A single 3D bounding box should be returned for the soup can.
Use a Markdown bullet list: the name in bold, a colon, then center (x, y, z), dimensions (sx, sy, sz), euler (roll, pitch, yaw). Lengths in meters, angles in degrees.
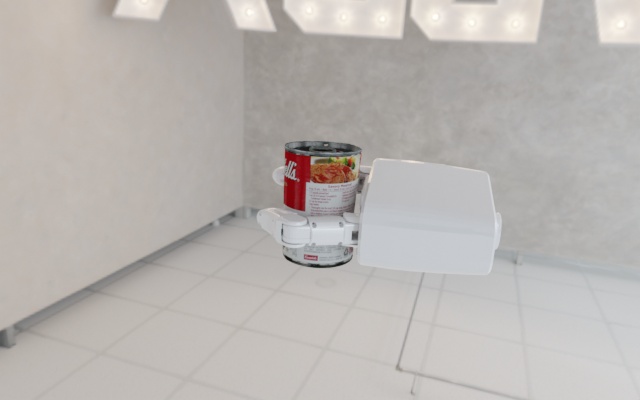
- **soup can**: center (0.000, 0.002, 0.431), dimensions (0.068, 0.102, 0.068), euler (3, 15, -1)
